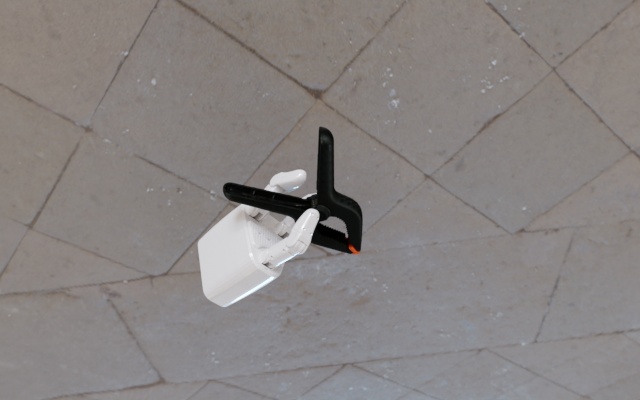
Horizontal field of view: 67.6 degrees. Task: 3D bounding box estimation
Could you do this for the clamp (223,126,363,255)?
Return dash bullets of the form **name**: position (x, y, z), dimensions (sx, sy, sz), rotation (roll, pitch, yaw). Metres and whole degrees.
- **clamp**: position (0.000, 0.003, 0.635), dimensions (0.164, 0.036, 0.210), rotation (-33, -55, 27)
